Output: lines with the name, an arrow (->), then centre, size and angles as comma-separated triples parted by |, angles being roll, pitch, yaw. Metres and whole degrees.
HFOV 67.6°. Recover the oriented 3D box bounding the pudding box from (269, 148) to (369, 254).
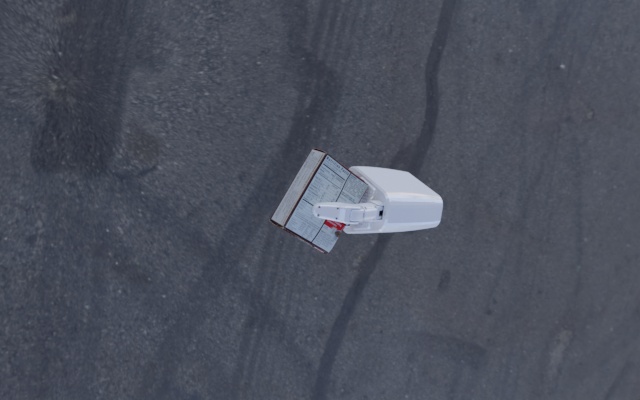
pudding box -> 0.000, 0.002, 0.624 | 0.090, 0.113, 0.039 | 34, -8, -36
